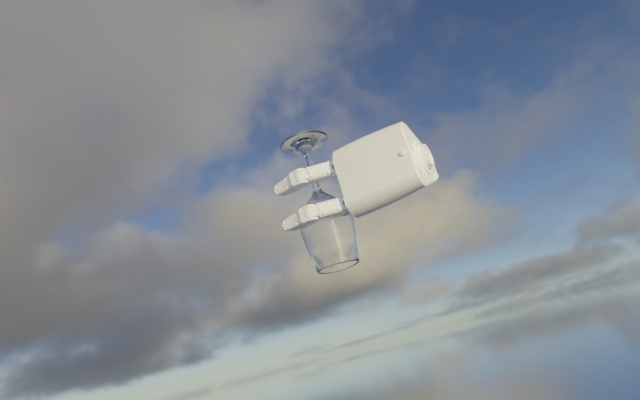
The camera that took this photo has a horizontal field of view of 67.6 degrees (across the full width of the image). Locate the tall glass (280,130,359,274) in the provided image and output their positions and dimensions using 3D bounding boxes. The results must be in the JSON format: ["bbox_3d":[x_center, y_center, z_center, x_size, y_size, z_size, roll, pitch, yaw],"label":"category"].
[{"bbox_3d":[0.000,0.002,0.699,0.079,0.201,0.079,-14,-18,-4],"label":"tall glass"}]
